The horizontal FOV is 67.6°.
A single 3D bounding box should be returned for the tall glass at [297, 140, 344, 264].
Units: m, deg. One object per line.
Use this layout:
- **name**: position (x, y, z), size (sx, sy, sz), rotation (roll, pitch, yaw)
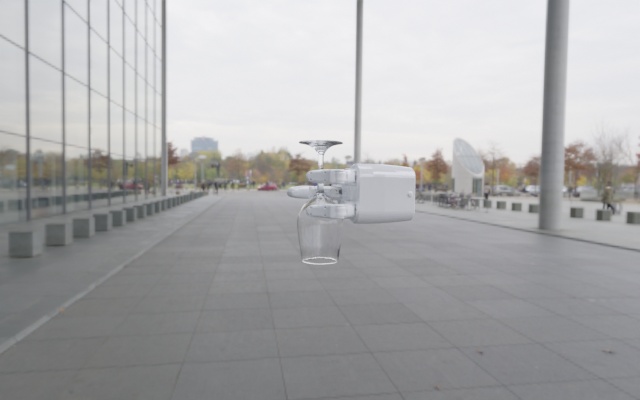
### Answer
- **tall glass**: position (0.000, 0.002, 0.797), size (0.079, 0.201, 0.079), rotation (1, 2, 0)
